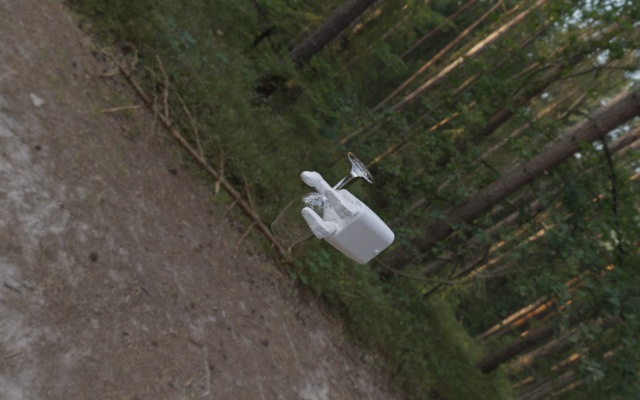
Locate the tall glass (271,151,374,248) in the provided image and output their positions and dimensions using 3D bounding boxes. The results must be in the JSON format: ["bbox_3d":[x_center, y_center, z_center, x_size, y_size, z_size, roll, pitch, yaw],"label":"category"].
[{"bbox_3d":[0.001,0.002,0.881,0.201,0.079,0.079,-40,-13,16],"label":"tall glass"}]
